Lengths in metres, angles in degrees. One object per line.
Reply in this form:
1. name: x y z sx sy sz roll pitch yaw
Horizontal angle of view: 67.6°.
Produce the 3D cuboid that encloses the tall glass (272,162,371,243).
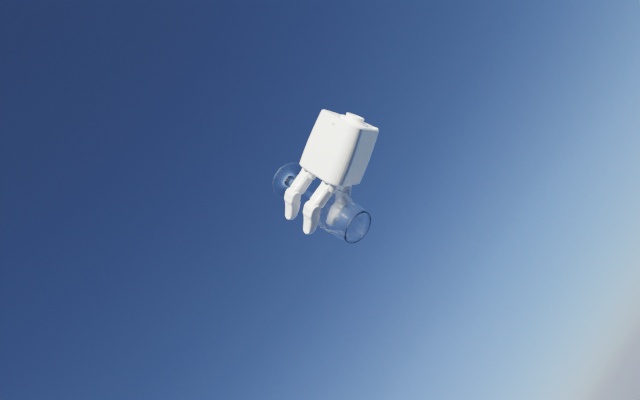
1. tall glass: 0.000 0.003 0.871 0.079 0.079 0.201 0 26 -46
